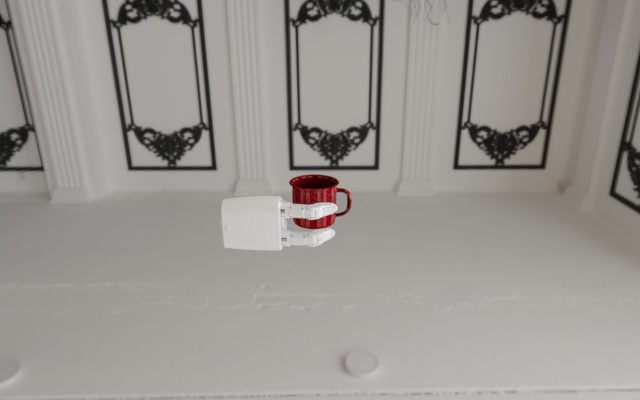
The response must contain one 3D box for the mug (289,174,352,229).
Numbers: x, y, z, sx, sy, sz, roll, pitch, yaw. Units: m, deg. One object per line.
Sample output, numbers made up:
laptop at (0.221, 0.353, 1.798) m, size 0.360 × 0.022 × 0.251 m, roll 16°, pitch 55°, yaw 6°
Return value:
mug at (0.002, 0.003, 0.897) m, size 0.117 × 0.081 × 0.093 m, roll 1°, pitch 20°, yaw 2°
